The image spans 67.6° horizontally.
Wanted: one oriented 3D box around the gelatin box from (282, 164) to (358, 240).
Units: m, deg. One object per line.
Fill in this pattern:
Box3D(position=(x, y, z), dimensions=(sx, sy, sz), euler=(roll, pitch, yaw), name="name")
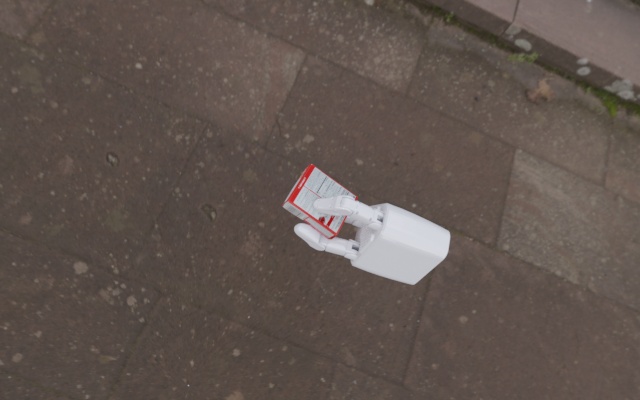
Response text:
Box3D(position=(0.000, 0.002, 0.697), dimensions=(0.089, 0.073, 0.030), euler=(36, -28, -10), name="gelatin box")
